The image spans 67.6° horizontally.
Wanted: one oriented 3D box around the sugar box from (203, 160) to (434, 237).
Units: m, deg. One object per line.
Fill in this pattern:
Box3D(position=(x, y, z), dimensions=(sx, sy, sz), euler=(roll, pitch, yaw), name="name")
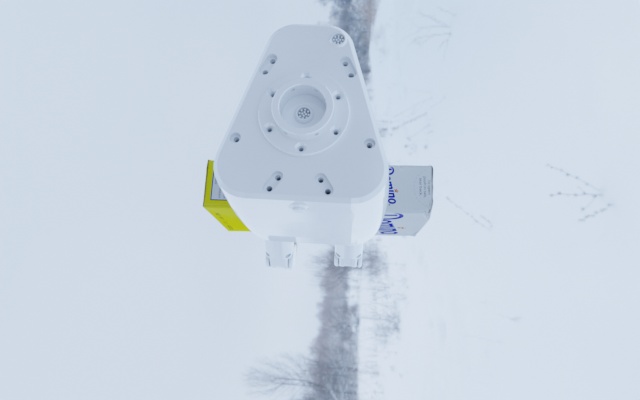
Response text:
Box3D(position=(0.000, 0.002, 0.406), dimensions=(0.176, 0.048, 0.093), euler=(4, -15, 4), name="sugar box")
